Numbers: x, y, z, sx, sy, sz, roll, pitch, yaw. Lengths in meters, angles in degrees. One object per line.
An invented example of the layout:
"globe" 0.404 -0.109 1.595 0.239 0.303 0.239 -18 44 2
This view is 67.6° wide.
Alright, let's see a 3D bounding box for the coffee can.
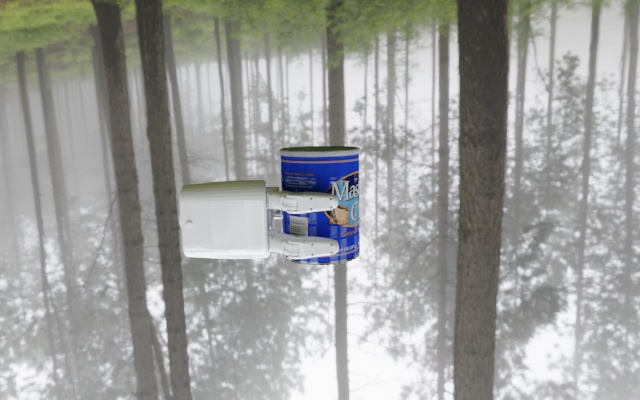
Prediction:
"coffee can" 0.000 0.002 0.621 0.103 0.140 0.103 -1 10 0
